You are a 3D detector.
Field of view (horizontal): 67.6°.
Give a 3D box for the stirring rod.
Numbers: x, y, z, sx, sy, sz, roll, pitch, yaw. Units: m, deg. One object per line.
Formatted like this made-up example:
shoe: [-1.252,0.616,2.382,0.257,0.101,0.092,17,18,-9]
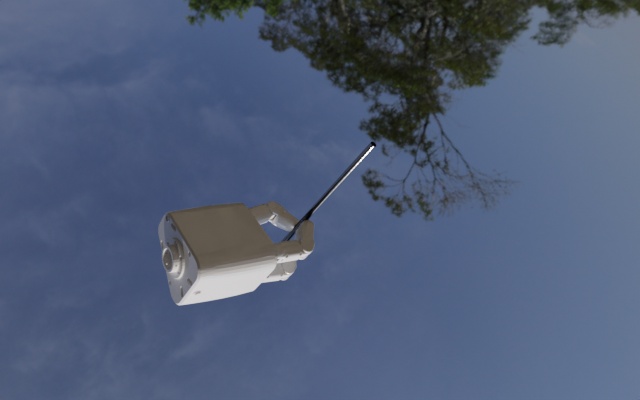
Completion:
stirring rod: [0.000,0.002,0.634,0.011,0.011,0.240,0,-34,-38]
